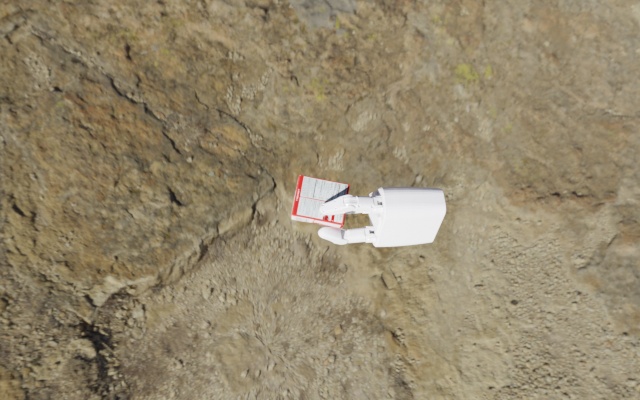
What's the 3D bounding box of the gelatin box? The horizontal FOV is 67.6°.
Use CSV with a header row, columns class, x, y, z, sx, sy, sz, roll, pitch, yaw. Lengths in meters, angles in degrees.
class,x,y,z,sx,sy,sz,roll,pitch,yaw
gelatin box,0.000,0.002,0.801,0.089,0.073,0.030,11,-18,-4
